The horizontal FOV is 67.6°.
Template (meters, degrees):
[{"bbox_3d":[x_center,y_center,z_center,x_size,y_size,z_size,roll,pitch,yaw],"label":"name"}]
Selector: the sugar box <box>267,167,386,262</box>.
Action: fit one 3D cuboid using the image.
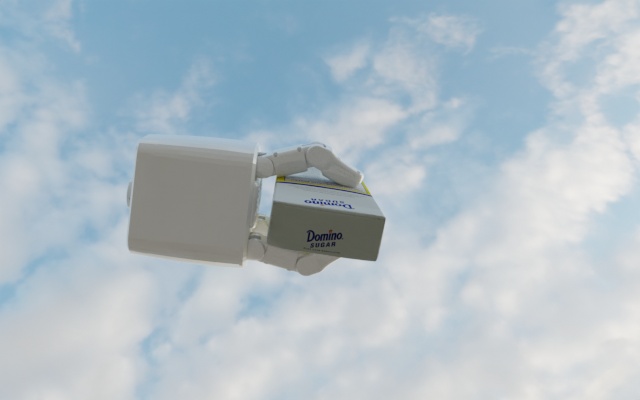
[{"bbox_3d":[0.000,0.002,0.458,0.093,0.048,0.176,9,18,-5],"label":"sugar box"}]
